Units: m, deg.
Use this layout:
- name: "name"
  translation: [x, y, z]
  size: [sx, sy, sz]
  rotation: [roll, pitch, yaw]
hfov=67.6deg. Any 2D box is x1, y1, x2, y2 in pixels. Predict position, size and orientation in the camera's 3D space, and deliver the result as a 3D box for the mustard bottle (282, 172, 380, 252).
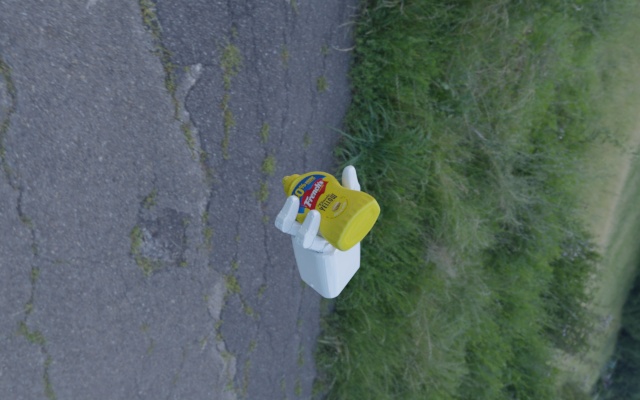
- name: "mustard bottle"
  translation: [0.000, 0.002, 0.792]
  size: [0.191, 0.096, 0.058]
  rotation: [31, -14, 41]
